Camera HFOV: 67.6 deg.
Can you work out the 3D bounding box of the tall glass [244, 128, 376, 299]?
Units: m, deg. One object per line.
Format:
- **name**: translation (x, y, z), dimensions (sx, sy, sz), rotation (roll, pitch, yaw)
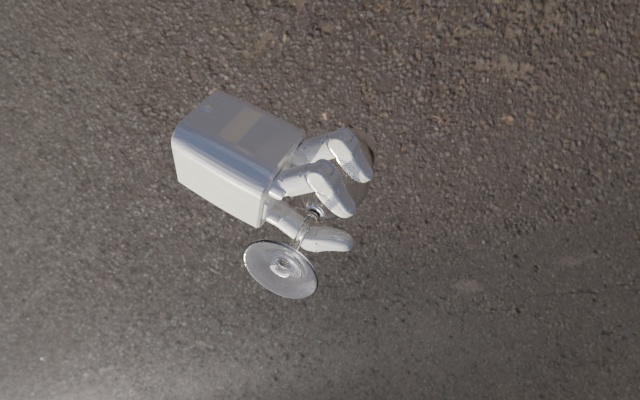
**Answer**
- **tall glass**: translation (0.000, 0.002, 0.497), dimensions (0.079, 0.079, 0.201), rotation (0, 38, 28)
